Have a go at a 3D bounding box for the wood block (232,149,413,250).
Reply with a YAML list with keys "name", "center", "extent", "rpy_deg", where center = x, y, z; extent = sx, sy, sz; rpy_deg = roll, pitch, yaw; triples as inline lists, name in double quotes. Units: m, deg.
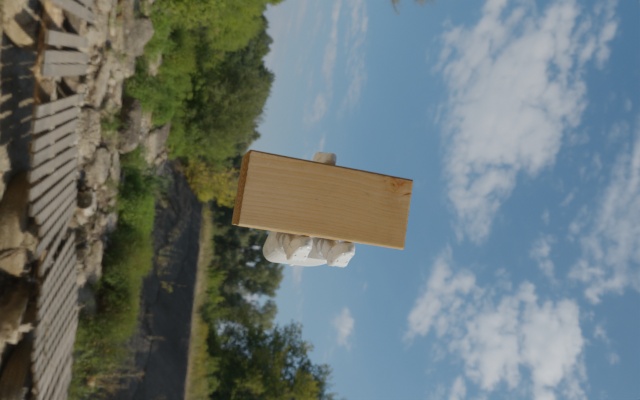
- name: "wood block"
  center: [0.000, 0.002, 0.608]
  extent: [0.206, 0.091, 0.090]
  rpy_deg: [9, -4, -15]
